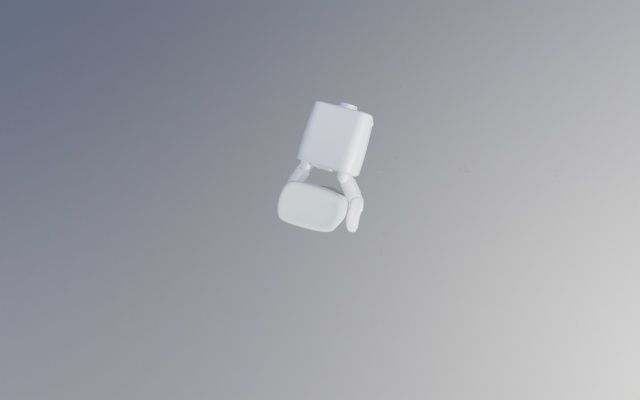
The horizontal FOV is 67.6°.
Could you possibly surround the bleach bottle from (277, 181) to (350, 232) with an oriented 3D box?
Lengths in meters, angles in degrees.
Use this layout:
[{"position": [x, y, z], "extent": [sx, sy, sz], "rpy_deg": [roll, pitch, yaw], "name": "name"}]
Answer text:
[{"position": [0.000, 0.003, 0.845], "extent": [0.102, 0.068, 0.251], "rpy_deg": [16, 5, 6], "name": "bleach bottle"}]
